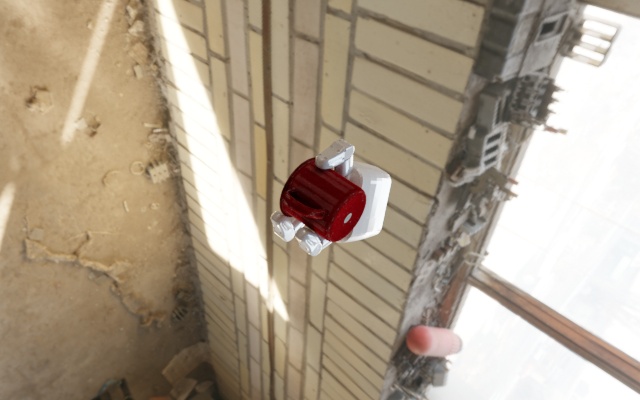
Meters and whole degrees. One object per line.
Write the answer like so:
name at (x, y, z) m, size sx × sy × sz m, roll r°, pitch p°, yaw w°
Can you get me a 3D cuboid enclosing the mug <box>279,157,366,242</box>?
mug at (-0.001, 0.002, 0.621) m, size 0.081 × 0.093 × 0.117 m, roll 34°, pitch 18°, yaw 28°
